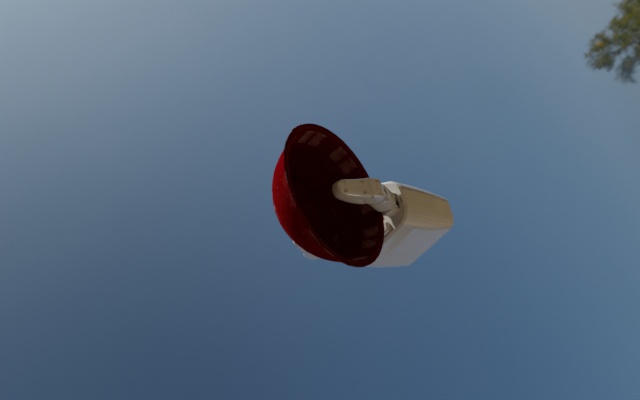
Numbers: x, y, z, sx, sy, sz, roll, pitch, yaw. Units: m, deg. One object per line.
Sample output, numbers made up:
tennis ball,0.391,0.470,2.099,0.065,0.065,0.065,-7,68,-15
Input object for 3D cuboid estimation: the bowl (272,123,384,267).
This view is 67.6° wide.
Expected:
bowl,-0.001,0.001,0.509,0.055,0.162,0.162,-27,-15,32
